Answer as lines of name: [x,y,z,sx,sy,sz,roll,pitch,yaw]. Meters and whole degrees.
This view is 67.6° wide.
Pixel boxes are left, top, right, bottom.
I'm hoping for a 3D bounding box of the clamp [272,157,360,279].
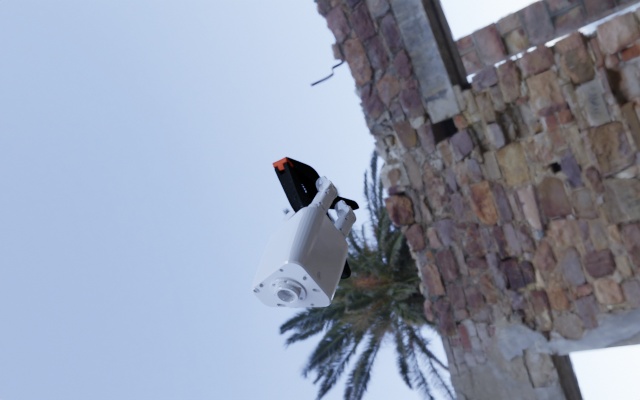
clamp: [-0.001,0.003,0.769,0.036,0.210,0.164,-22,30,29]
